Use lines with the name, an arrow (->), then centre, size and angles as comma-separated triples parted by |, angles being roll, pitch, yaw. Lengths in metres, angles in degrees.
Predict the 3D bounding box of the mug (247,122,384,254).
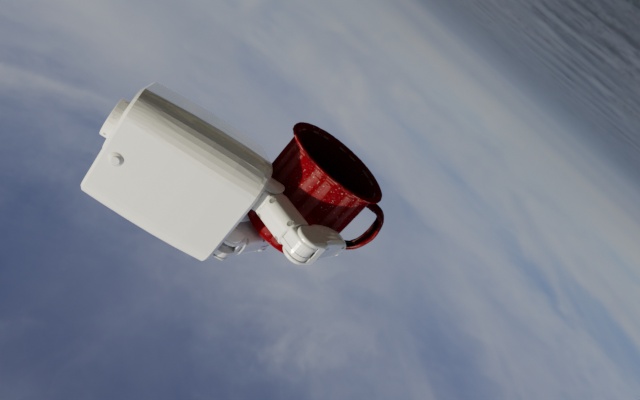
mug -> 0.001, 0.002, 0.408 | 0.117, 0.081, 0.093 | 34, 24, -20
